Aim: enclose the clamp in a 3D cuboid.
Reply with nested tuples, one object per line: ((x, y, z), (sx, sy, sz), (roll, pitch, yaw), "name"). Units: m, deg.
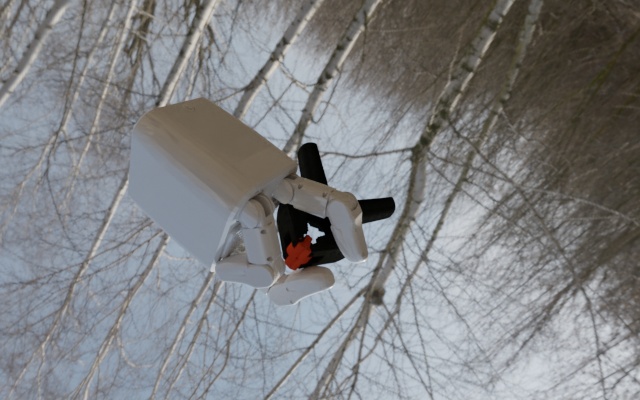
((0.000, 0.002, 0.455), (0.120, 0.039, 0.171), (35, 30, 10), "clamp")
